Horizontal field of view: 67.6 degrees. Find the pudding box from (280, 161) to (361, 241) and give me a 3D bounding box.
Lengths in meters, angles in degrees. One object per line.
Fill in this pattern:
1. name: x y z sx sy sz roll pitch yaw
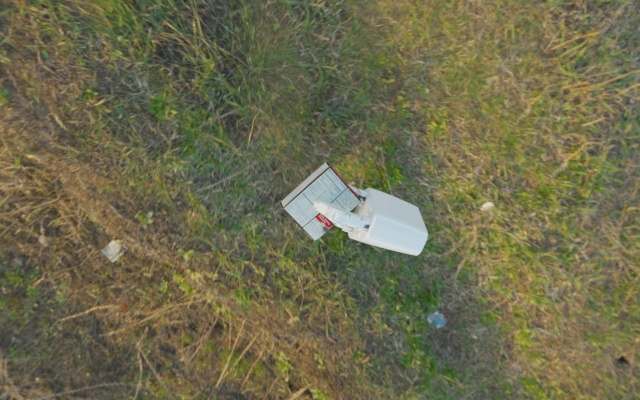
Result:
1. pudding box: 0.000 0.003 0.831 0.113 0.090 0.039 -41 19 3
